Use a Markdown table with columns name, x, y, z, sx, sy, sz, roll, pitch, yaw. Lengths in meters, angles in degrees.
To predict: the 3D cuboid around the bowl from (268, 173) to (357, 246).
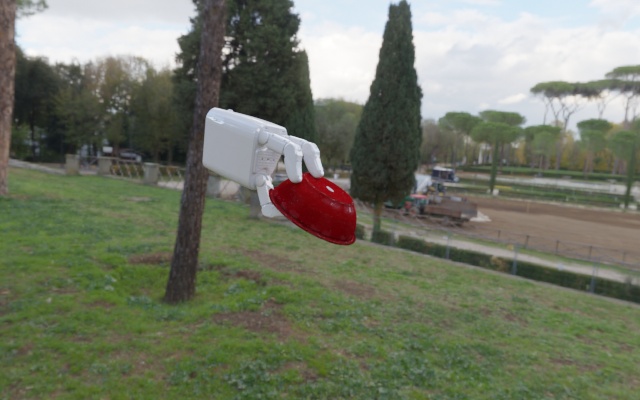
| name | x | y | z | sx | sy | sz | roll | pitch | yaw |
| --- | --- | --- | --- | --- | --- | --- | --- | --- | --- |
| bowl | 0.001 | 0.003 | 0.763 | 0.162 | 0.055 | 0.162 | 29 | 17 | -9 |
